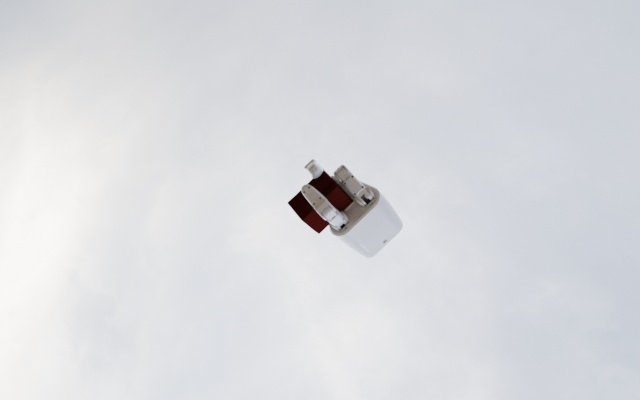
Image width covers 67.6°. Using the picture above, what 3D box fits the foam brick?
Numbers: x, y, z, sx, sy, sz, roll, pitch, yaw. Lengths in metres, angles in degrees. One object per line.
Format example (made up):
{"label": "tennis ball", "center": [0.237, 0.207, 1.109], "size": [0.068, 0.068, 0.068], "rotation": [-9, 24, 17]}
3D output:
{"label": "foam brick", "center": [0.000, 0.003, 0.745], "size": [0.051, 0.078, 0.053], "rotation": [42, 6, -46]}
